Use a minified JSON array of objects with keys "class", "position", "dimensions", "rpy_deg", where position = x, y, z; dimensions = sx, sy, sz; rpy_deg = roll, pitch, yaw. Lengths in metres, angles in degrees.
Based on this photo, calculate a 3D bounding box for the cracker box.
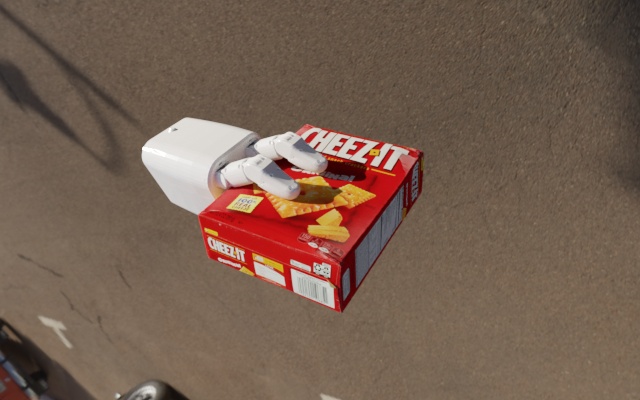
[{"class":"cracker box","position":[0.000,0.002,0.529],"dimensions":[0.164,0.072,0.213],"rpy_deg":[17,42,24]}]
